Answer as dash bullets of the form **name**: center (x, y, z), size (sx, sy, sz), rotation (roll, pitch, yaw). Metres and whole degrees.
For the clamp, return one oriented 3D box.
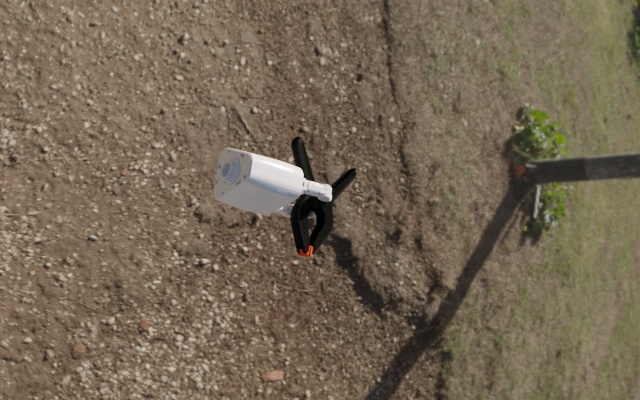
- **clamp**: center (0.000, 0.003, 0.891), size (0.164, 0.210, 0.036), rotation (16, -15, -39)
